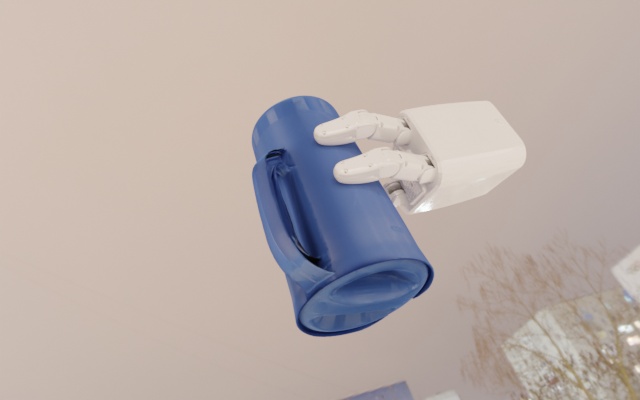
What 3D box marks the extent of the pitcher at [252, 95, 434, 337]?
[{"bbox_3d":[0.000,0.002,0.488,0.145,0.242,0.149,-13,-36,-14],"label":"pitcher"}]
